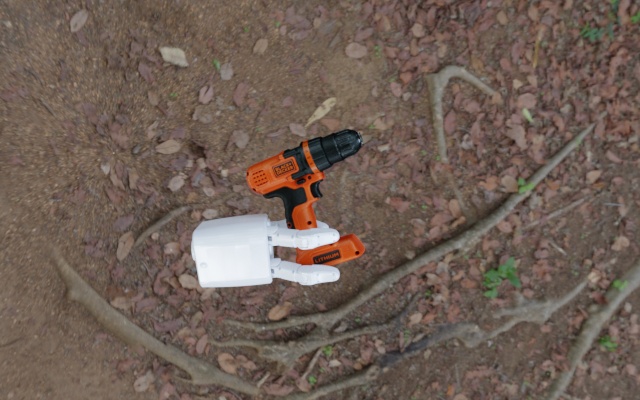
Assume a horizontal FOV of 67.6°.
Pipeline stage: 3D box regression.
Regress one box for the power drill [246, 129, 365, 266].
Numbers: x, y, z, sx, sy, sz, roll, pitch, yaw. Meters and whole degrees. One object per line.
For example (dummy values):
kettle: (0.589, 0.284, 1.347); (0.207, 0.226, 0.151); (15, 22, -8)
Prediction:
power drill: (0.000, 0.003, 0.718); (0.184, 0.187, 0.057); (-20, 4, 15)
